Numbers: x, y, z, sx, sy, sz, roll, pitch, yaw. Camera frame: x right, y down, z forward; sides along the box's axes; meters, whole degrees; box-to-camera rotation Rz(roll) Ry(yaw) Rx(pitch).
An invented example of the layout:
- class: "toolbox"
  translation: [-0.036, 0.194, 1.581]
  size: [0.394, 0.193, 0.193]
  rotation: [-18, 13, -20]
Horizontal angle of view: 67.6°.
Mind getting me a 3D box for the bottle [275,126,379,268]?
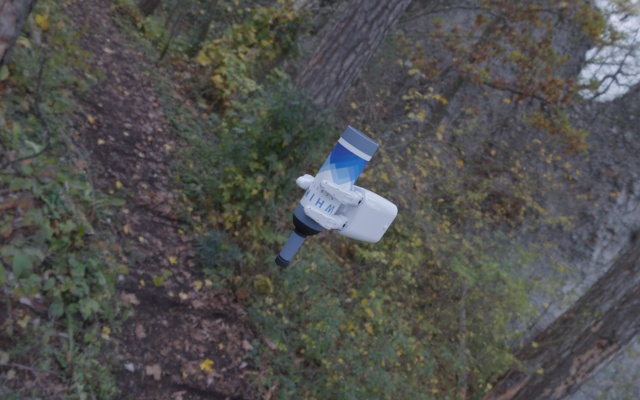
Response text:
- class: "bottle"
  translation: [0.000, 0.003, 0.893]
  size: [0.069, 0.296, 0.069]
  rotation: [31, 13, -8]
